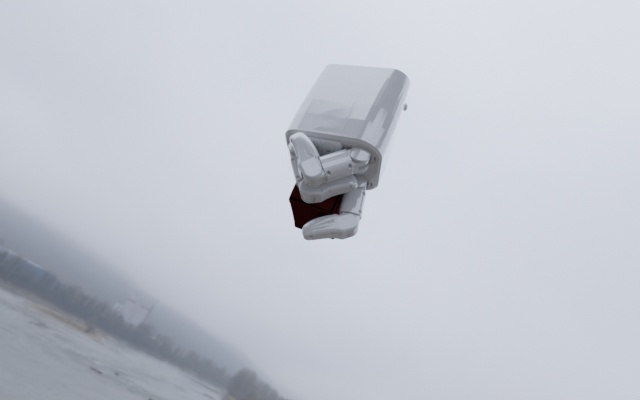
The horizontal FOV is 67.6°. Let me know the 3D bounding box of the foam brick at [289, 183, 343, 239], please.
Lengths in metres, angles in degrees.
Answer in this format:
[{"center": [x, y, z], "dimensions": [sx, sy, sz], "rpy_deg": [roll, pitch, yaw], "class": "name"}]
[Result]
[{"center": [0.000, 0.002, 0.549], "dimensions": [0.053, 0.051, 0.078], "rpy_deg": [19, -24, 11], "class": "foam brick"}]
